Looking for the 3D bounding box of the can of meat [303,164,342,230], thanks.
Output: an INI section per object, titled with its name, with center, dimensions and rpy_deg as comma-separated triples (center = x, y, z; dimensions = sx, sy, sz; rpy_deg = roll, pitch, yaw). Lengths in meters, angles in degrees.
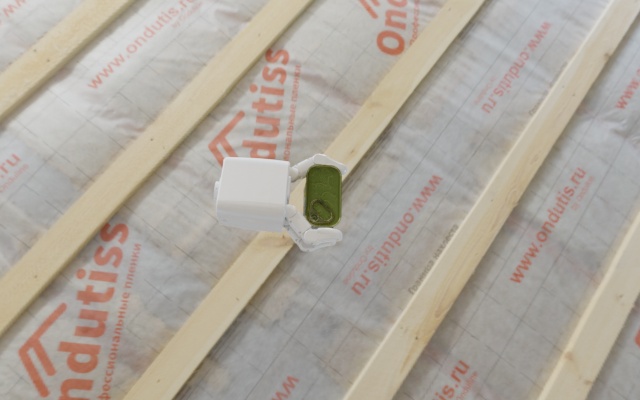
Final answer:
[can of meat]
center = 0.000, 0.003, 0.783
dimensions = 0.057, 0.102, 0.084
rpy_deg = 3, -16, -6
